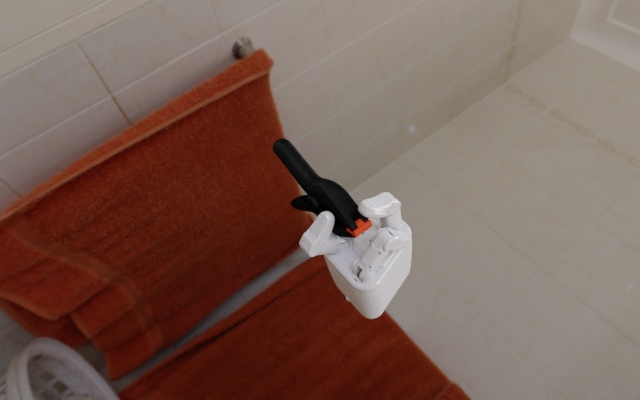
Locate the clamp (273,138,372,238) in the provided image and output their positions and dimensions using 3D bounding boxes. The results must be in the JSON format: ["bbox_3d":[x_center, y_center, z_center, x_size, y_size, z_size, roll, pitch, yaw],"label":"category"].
[{"bbox_3d":[0.001,0.002,0.625,0.039,0.171,0.120,-36,-35,-14],"label":"clamp"}]
